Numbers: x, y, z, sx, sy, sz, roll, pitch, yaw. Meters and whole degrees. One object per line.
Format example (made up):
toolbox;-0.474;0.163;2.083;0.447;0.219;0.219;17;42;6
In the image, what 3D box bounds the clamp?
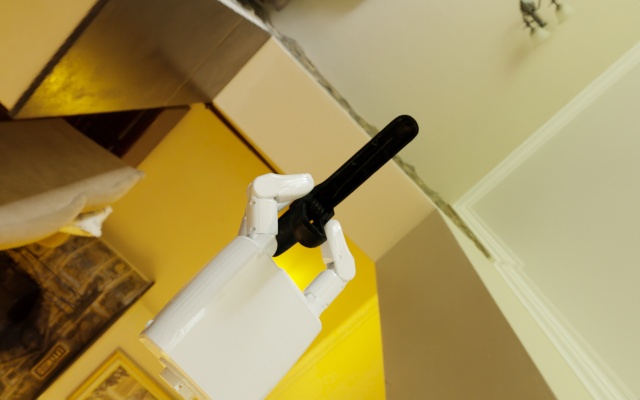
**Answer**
clamp;0.000;0.002;0.456;0.164;0.036;0.210;-45;5;-28
